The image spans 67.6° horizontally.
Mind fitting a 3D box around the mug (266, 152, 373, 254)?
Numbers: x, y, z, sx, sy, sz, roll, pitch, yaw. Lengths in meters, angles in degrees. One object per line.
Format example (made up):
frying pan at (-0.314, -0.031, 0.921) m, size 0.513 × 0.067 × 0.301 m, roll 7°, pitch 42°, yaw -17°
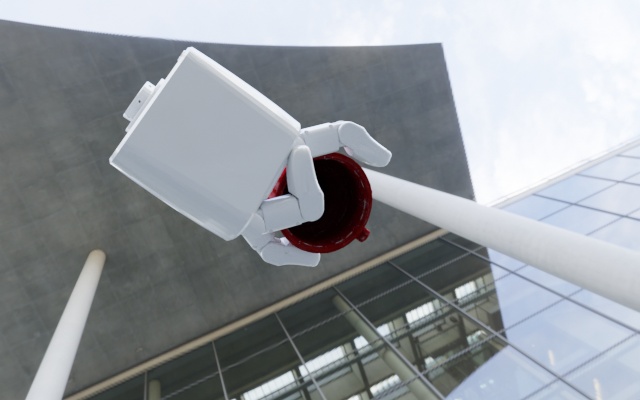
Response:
mug at (0.001, 0.002, 0.466) m, size 0.117 × 0.093 × 0.081 m, roll 35°, pitch -2°, yaw -23°
